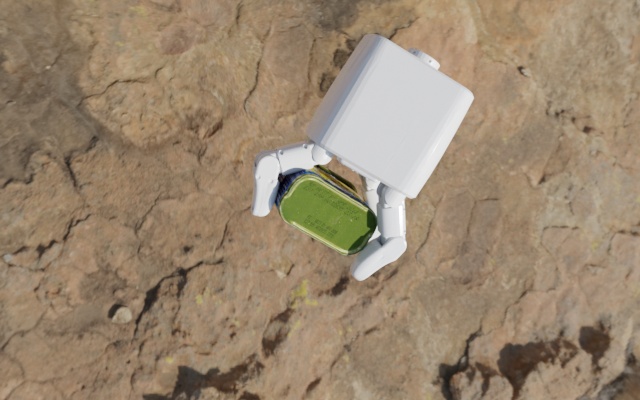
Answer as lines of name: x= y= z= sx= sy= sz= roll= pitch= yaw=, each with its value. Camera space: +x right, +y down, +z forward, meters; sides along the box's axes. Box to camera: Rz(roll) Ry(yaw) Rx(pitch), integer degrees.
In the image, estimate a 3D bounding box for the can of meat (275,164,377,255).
can of meat: x=0.000 y=0.002 z=0.474 sx=0.102 sy=0.057 sz=0.084 roll=30 pitch=10 yaw=-21
